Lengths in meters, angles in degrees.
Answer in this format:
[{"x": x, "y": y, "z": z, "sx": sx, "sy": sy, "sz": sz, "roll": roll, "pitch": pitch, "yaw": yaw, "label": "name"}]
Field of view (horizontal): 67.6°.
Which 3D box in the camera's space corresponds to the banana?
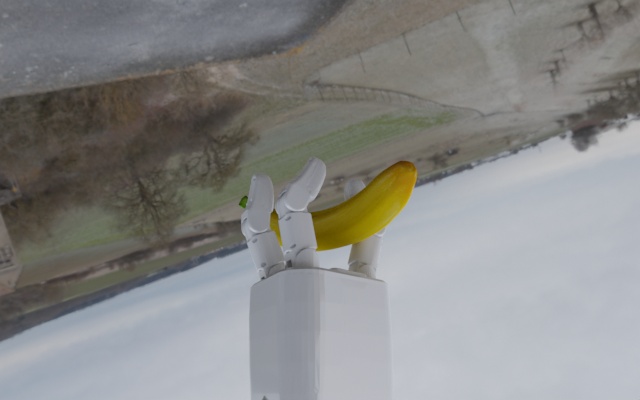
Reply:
[{"x": 0.008, "y": 0.014, "z": 0.426, "sx": 0.198, "sy": 0.037, "sz": 0.070, "roll": -12, "pitch": -49, "yaw": 38, "label": "banana"}]
